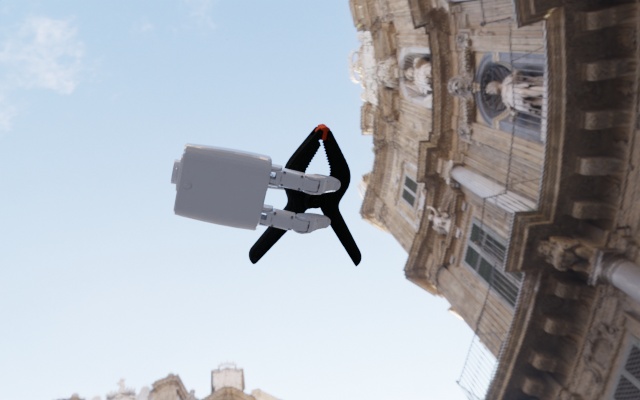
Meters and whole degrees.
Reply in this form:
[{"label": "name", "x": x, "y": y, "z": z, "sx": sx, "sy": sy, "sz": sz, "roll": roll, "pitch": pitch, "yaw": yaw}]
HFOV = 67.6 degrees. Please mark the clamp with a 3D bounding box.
[{"label": "clamp", "x": 0.000, "y": 0.001, "z": 0.662, "sx": 0.164, "sy": 0.210, "sz": 0.036, "roll": 10, "pitch": 16, "yaw": -17}]
